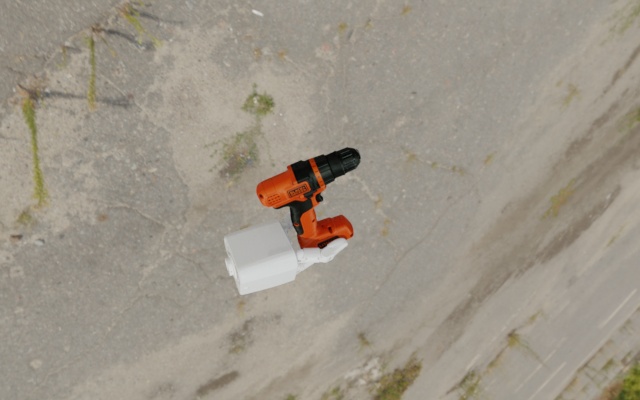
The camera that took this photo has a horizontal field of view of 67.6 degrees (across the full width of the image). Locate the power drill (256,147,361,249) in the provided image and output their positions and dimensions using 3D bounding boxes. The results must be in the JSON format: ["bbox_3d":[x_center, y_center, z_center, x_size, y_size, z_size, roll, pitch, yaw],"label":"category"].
[{"bbox_3d":[0.000,0.003,0.845,0.184,0.188,0.057,-22,42,2],"label":"power drill"}]
